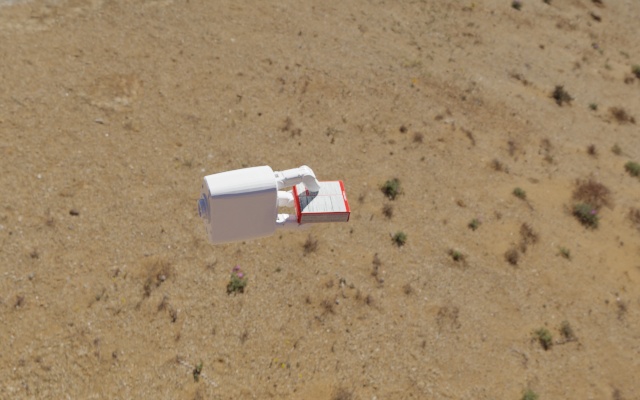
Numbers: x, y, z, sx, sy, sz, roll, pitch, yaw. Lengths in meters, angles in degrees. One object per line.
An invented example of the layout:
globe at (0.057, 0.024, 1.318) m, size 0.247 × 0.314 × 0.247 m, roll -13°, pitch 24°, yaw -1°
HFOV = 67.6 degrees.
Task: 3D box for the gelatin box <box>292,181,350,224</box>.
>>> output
gelatin box at (0.001, 0.002, 0.813) m, size 0.089 × 0.073 × 0.030 m, roll -2°, pitch -42°, yaw -12°
